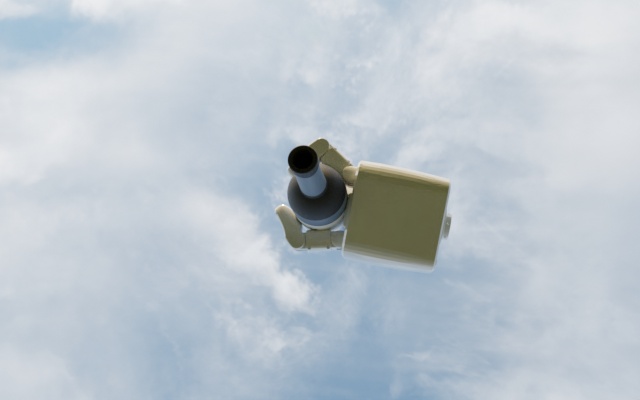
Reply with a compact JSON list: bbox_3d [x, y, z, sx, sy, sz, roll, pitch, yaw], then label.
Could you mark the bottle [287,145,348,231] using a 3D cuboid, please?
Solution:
[{"bbox_3d":[0.000,0.002,0.564,0.069,0.069,0.296,0,-15,6],"label":"bottle"}]
